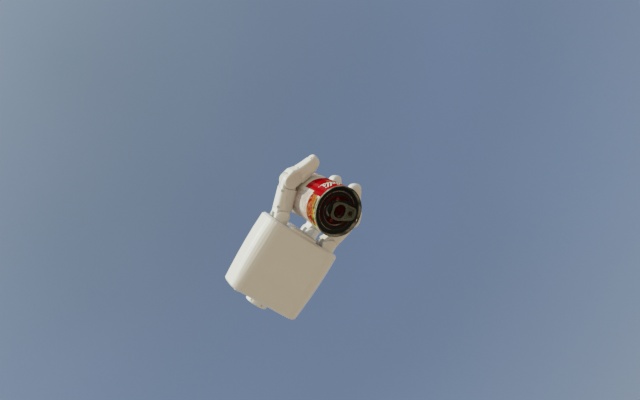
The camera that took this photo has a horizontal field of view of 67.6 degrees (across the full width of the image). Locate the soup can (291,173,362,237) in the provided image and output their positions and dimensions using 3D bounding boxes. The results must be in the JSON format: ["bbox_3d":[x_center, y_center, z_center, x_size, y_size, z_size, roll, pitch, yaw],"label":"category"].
[{"bbox_3d":[0.000,0.002,0.645,0.068,0.068,0.102,0,14,-29],"label":"soup can"}]
